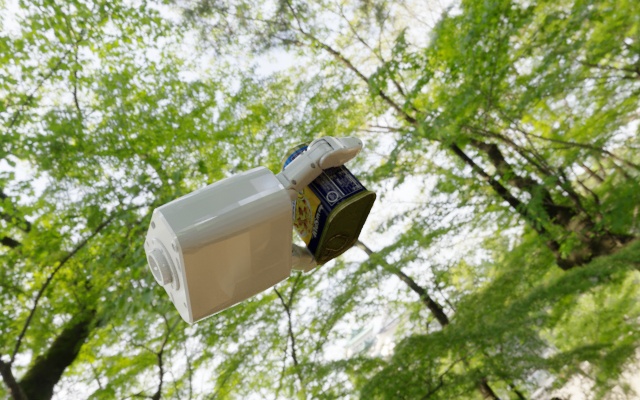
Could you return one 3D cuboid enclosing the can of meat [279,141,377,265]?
[{"bbox_3d":[0.000,0.001,0.482,0.057,0.084,0.102,-26,-28,-30],"label":"can of meat"}]
